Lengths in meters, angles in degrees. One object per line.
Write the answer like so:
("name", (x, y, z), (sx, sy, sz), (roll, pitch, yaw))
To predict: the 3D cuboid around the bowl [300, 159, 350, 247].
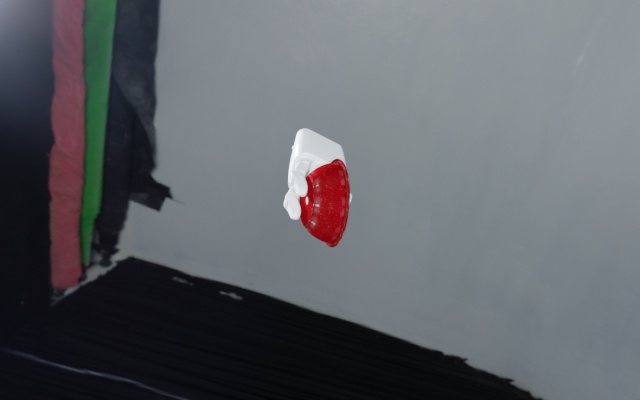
("bowl", (0.000, 0.003, 0.857), (0.055, 0.162, 0.162), (4, -1, -18))
